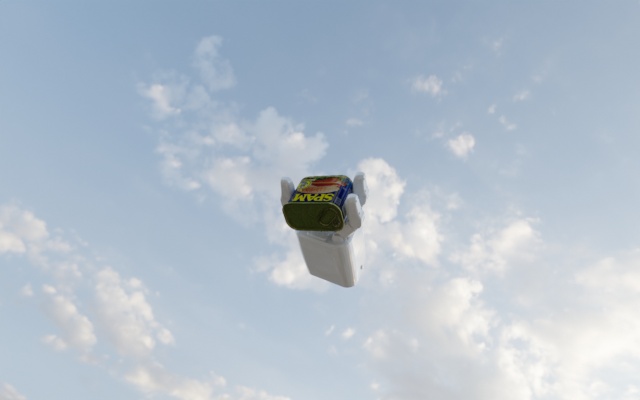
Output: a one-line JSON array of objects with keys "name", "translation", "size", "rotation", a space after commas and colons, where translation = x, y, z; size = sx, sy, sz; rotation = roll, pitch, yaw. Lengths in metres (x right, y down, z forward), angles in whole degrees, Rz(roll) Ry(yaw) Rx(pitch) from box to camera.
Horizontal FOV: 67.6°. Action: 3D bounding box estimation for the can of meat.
[{"name": "can of meat", "translation": [0.000, 0.002, 0.789], "size": [0.102, 0.057, 0.084], "rotation": [0, 36, 23]}]
